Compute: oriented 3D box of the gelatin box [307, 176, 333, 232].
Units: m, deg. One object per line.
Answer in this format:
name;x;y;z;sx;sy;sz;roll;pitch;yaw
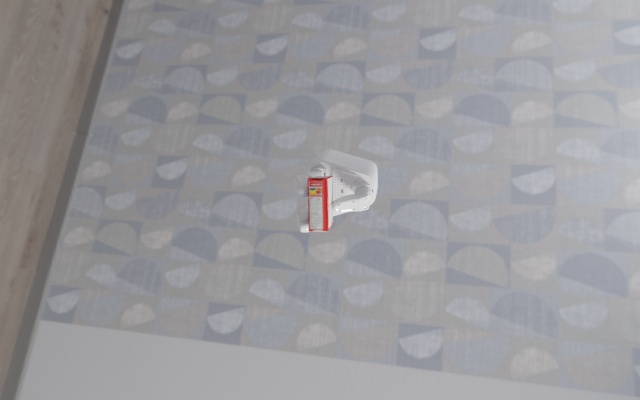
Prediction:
gelatin box;0.001;0.002;0.682;0.030;0.073;0.089;0;5;6
